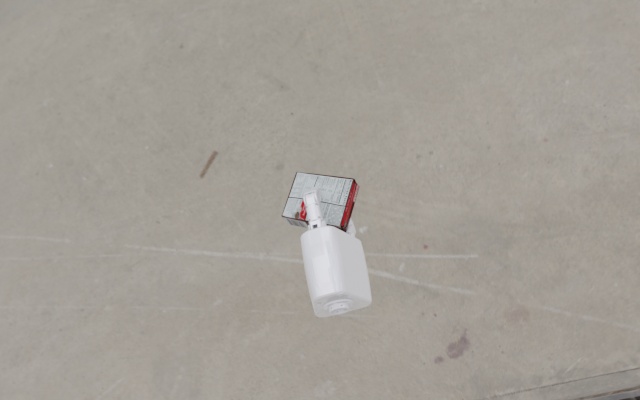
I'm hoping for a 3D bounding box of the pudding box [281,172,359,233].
[{"bbox_3d":[0.000,0.003,0.804,0.113,0.090,0.039,9,-21,23],"label":"pudding box"}]
